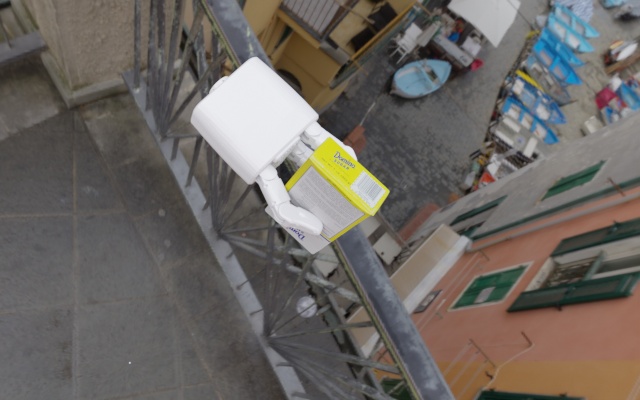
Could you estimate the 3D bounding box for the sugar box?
[{"bbox_3d":[0.000,0.001,0.583,0.048,0.093,0.176,-49,4,-27],"label":"sugar box"}]
